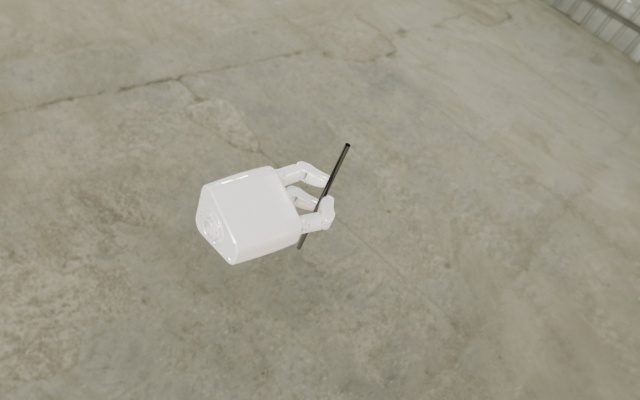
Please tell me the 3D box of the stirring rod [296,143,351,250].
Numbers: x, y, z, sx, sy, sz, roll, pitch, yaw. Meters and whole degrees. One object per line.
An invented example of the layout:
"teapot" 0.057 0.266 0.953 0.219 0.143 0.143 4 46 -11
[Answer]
"stirring rod" 0.000 0.003 0.743 0.011 0.011 0.240 0 -41 -25
